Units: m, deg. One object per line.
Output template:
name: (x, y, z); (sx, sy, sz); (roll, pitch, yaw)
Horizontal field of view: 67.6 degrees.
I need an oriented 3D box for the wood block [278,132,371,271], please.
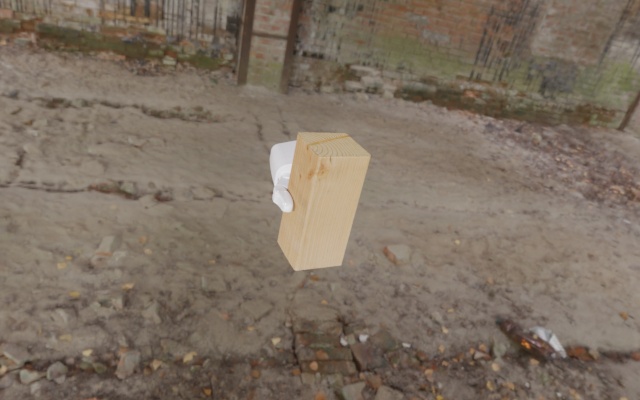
wood block: (0.000, 0.002, 0.776); (0.091, 0.206, 0.090); (-3, 32, -26)
